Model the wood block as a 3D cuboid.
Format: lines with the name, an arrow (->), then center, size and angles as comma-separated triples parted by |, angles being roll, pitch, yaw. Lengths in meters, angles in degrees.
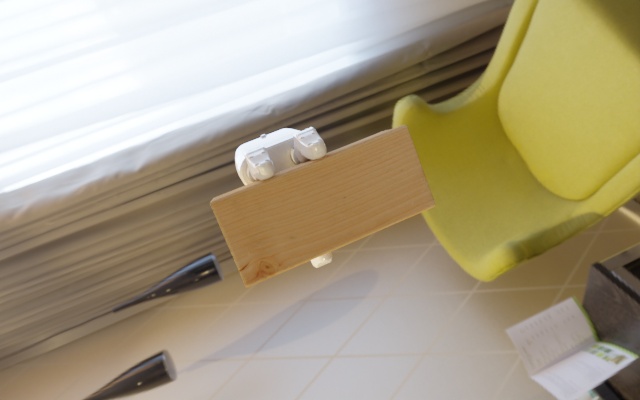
wood block -> 0.000, 0.002, 0.504 | 0.206, 0.091, 0.090 | -23, 7, -9
